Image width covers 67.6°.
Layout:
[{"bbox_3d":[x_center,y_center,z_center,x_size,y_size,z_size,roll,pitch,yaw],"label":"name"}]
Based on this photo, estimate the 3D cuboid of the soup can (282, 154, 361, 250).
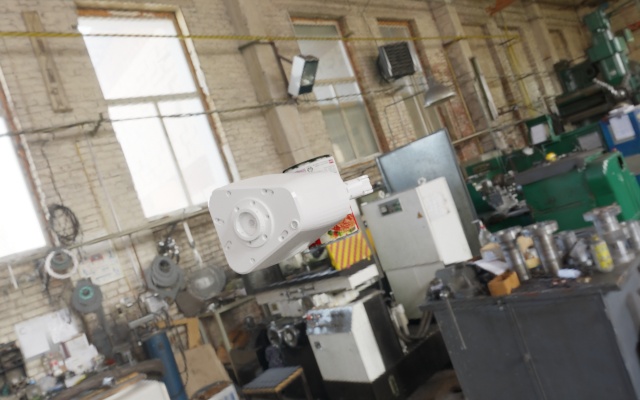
[{"bbox_3d":[0.000,0.002,0.586,0.068,0.102,0.068,-20,-1,0],"label":"soup can"}]
